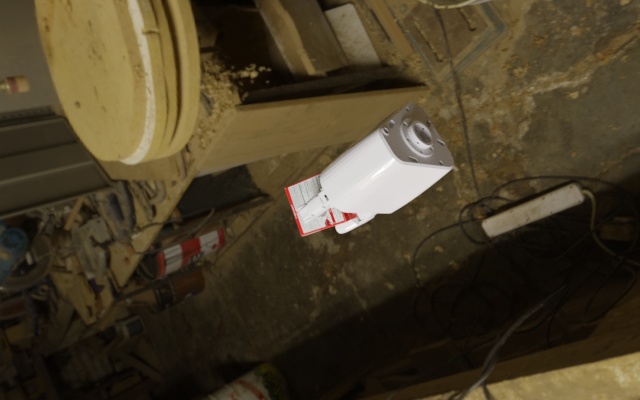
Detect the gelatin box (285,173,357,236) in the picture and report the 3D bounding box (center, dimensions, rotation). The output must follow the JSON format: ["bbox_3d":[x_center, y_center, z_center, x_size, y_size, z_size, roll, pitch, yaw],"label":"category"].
[{"bbox_3d":[0.000,0.002,0.654,0.089,0.073,0.030,-21,-1,40],"label":"gelatin box"}]
